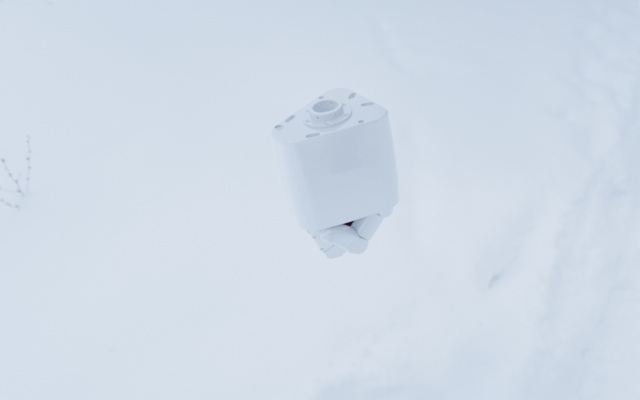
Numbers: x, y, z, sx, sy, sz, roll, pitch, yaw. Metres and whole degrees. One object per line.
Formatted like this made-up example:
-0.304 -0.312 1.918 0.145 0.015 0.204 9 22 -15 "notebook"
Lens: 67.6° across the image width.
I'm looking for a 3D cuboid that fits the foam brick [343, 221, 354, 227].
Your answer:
0.000 0.002 0.571 0.053 0.051 0.078 -33 42 -15 "foam brick"
